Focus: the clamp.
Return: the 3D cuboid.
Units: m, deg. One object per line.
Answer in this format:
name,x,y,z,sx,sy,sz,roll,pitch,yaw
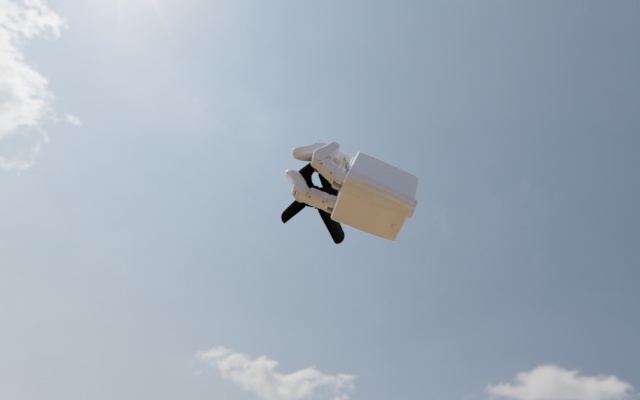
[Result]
clamp,0.000,0.002,0.800,0.120,0.039,0.172,22,-43,4
